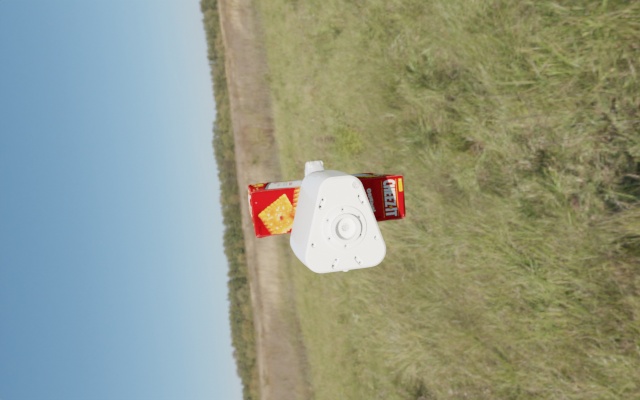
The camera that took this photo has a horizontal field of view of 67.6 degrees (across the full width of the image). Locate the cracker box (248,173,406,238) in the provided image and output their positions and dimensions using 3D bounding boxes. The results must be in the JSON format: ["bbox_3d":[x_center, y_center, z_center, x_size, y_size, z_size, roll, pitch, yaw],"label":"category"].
[{"bbox_3d":[0.000,0.002,0.727,0.213,0.072,0.164,-6,6,-10],"label":"cracker box"}]
